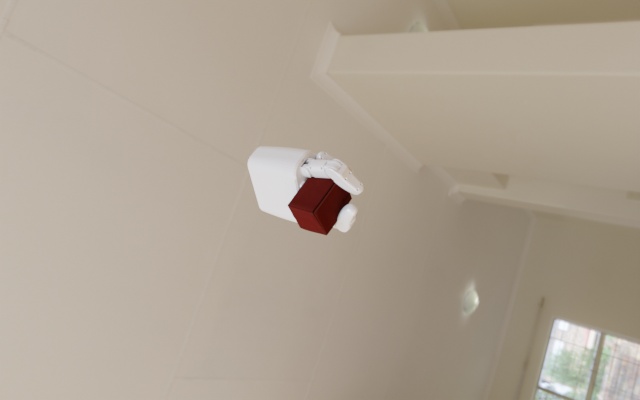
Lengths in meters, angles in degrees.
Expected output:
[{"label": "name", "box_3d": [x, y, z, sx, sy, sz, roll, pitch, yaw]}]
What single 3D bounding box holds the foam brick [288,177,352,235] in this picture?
[{"label": "foam brick", "box_3d": [0.000, 0.002, 0.693, 0.051, 0.078, 0.053, 12, -37, 37]}]
